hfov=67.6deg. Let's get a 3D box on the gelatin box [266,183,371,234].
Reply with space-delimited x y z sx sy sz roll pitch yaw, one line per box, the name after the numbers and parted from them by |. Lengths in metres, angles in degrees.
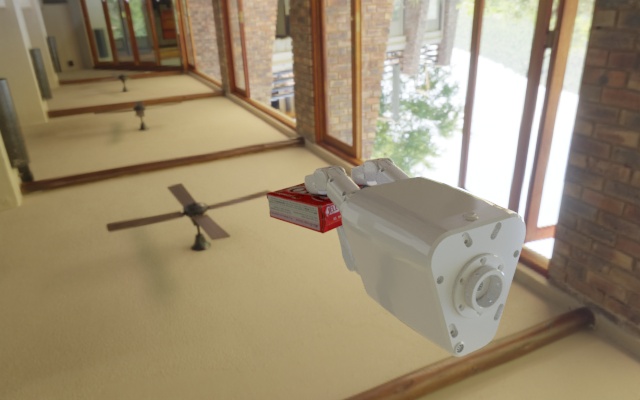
0.000 0.002 0.490 0.073 0.030 0.089 -19 20 -37 | gelatin box
